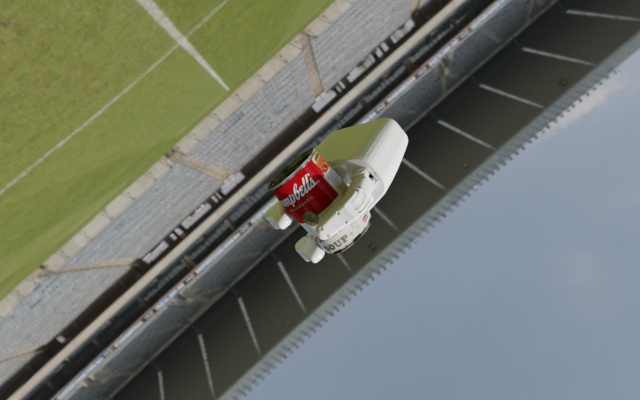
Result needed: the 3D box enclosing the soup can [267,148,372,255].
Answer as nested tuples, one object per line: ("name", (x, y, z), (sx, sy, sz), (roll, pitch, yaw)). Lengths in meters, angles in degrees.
("soup can", (0.000, 0.002, 0.529), (0.068, 0.102, 0.068), (-39, 14, 12))
